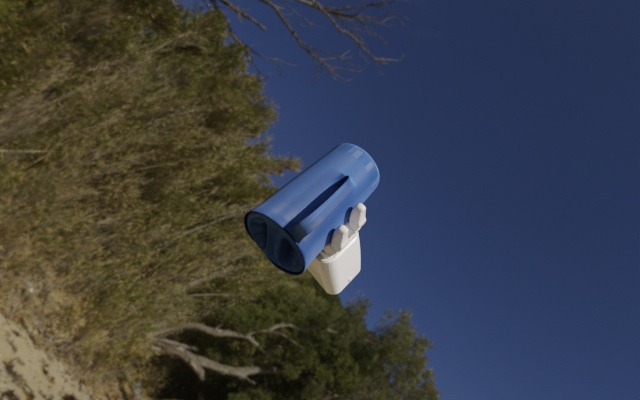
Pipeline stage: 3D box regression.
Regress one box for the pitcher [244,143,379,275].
[{"bbox_3d":[0.000,0.003,0.825,0.149,0.145,0.242,25,53,32],"label":"pitcher"}]
